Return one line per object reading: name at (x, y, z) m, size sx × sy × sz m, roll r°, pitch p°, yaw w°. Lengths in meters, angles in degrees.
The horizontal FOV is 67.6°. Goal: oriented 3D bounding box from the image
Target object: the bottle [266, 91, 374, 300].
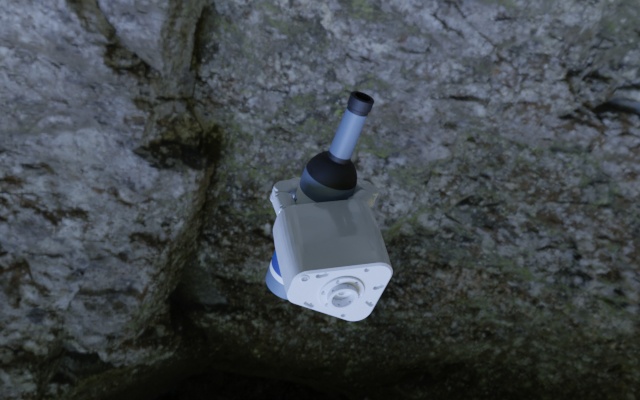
bottle at (0.000, 0.002, 0.599) m, size 0.069 × 0.296 × 0.069 m, roll 15°, pitch 33°, yaw -10°
